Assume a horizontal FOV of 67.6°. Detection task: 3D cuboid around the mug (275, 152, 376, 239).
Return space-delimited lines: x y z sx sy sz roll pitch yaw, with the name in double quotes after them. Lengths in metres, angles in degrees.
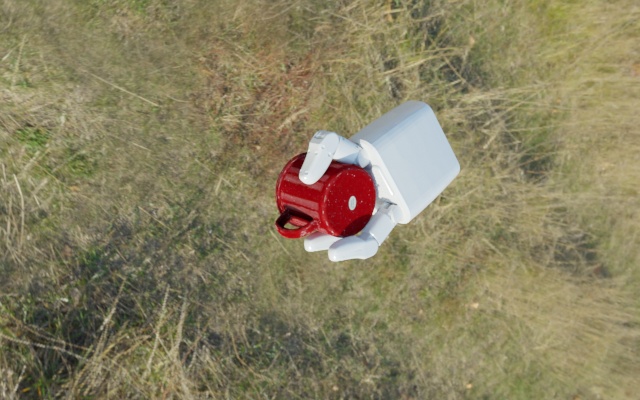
-0.001 0.003 0.539 0.117 0.093 0.081 -38 32 -25 "mug"
